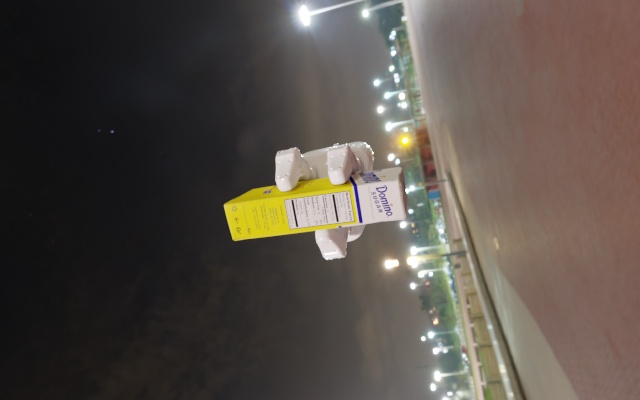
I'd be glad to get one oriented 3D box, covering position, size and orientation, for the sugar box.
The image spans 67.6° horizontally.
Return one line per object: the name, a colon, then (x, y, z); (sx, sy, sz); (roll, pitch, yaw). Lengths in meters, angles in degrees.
sugar box: (0.000, 0.001, 0.499); (0.176, 0.048, 0.093); (-11, 10, 13)
